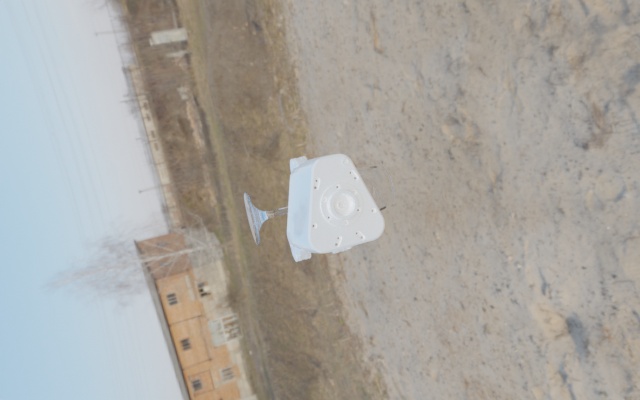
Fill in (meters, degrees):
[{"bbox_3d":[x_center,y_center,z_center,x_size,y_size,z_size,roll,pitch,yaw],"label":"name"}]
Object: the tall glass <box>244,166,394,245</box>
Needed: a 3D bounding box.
[{"bbox_3d":[-0.001,0.002,0.669,0.201,0.079,0.079,-14,3,-15],"label":"tall glass"}]
